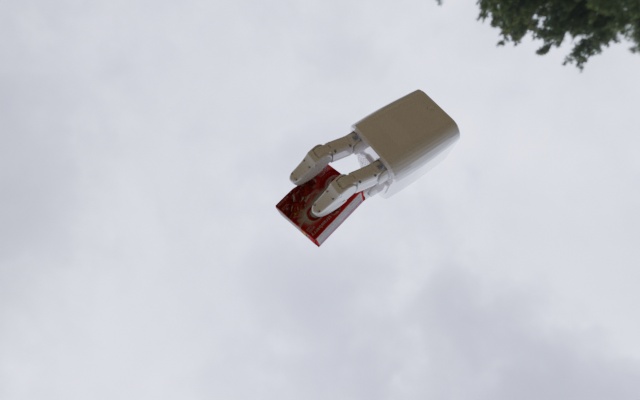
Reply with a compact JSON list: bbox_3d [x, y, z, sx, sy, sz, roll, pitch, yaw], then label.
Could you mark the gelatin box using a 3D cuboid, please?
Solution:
[{"bbox_3d":[0.000,0.002,0.600,0.073,0.089,0.030,39,-12,27],"label":"gelatin box"}]
